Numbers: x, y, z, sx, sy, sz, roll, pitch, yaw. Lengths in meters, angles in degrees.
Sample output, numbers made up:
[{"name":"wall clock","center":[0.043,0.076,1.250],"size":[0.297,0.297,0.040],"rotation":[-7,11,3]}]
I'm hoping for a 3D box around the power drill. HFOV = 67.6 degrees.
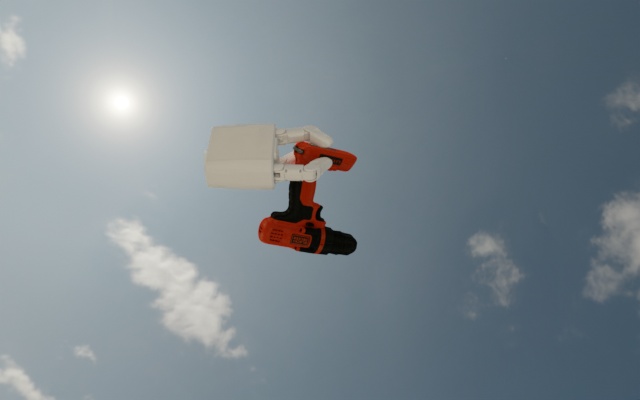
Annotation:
[{"name":"power drill","center":[0.000,0.002,0.822],"size":[0.184,0.188,0.057],"rotation":[11,11,-25]}]
